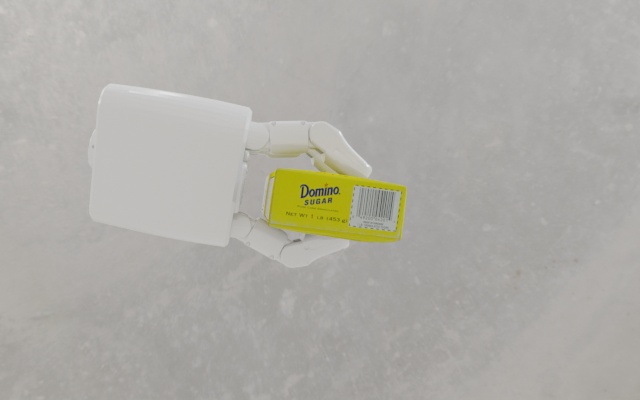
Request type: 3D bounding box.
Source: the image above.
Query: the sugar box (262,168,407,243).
[{"bbox_3d":[0.000,0.001,0.403,0.093,0.048,0.176,8,2,-9],"label":"sugar box"}]
